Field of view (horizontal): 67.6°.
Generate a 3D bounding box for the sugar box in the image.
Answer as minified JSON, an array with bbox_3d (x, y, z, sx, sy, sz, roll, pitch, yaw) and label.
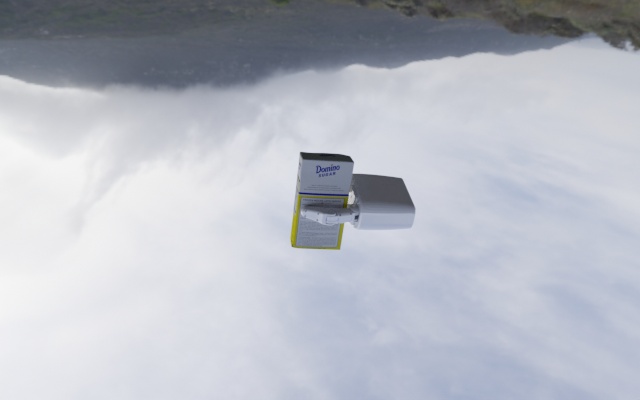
[{"bbox_3d":[0.000,0.003,0.855,0.093,0.176,0.048,3,23,-12],"label":"sugar box"}]
